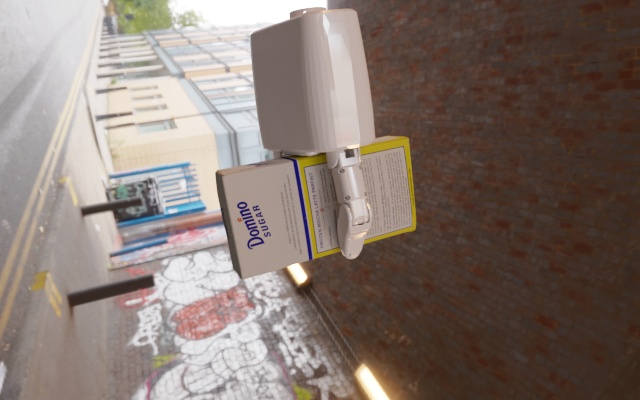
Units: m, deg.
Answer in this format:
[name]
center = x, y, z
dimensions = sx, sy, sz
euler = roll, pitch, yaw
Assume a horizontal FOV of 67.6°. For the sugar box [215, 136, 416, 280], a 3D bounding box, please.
[sugar box]
center = 0.000, 0.001, 0.434
dimensions = 0.176, 0.093, 0.048
euler = -12, 13, -18
